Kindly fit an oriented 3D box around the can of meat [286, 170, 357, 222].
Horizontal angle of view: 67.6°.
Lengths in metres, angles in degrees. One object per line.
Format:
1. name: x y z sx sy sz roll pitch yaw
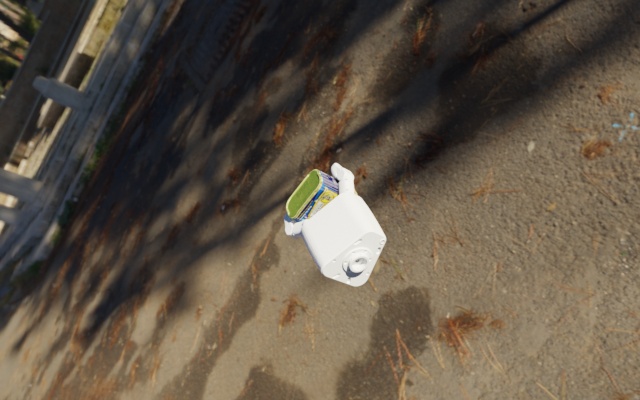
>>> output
1. can of meat: 0.000 0.003 0.850 0.084 0.102 0.057 24 25 -33
